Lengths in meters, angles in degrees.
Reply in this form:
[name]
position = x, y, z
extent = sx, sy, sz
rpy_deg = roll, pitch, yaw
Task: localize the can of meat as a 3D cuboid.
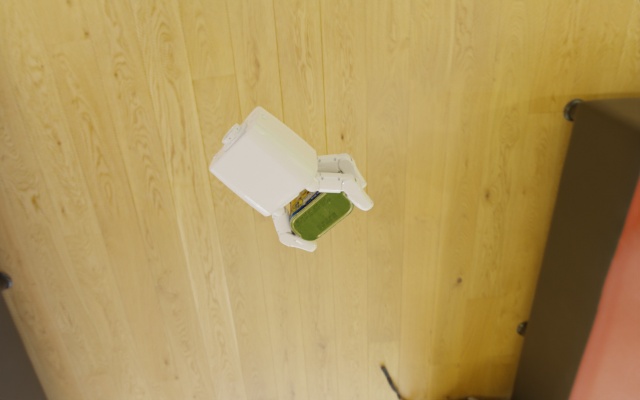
[can of meat]
position = 0.000, 0.003, 0.706
extent = 0.102, 0.057, 0.084
rpy_deg = -40, 22, 16
